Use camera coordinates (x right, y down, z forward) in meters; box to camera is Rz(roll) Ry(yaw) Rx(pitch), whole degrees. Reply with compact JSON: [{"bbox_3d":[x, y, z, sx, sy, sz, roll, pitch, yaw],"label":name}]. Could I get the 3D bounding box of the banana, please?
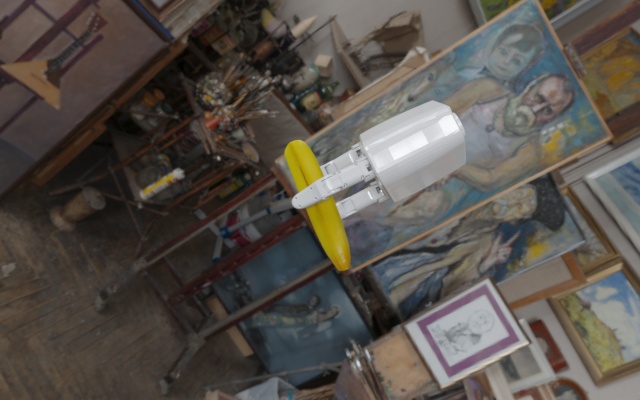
[{"bbox_3d":[-0.006,-0.009,0.596,0.037,0.197,0.070,-25,-29,3],"label":"banana"}]
